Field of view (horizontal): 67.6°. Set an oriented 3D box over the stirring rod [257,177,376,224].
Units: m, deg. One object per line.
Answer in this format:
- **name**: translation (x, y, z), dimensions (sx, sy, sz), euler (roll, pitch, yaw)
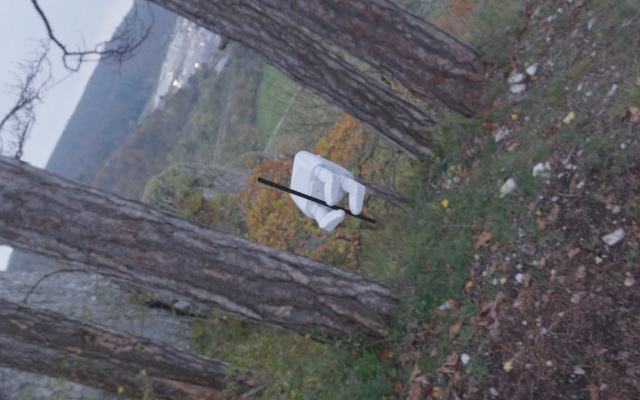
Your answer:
- **stirring rod**: translation (0.000, 0.003, 0.827), dimensions (0.239, 0.011, 0.011), euler (20, -10, -28)
